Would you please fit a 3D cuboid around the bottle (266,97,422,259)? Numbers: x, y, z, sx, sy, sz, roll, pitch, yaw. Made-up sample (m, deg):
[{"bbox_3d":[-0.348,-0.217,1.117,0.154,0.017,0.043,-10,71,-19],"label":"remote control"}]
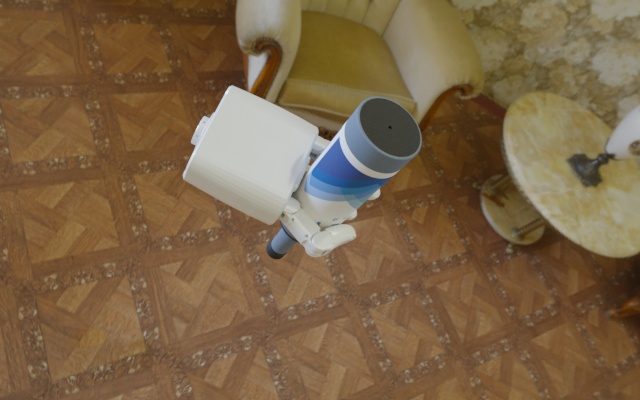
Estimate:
[{"bbox_3d":[0.000,0.002,0.534,0.069,0.069,0.296,0,-27,-28],"label":"bottle"}]
